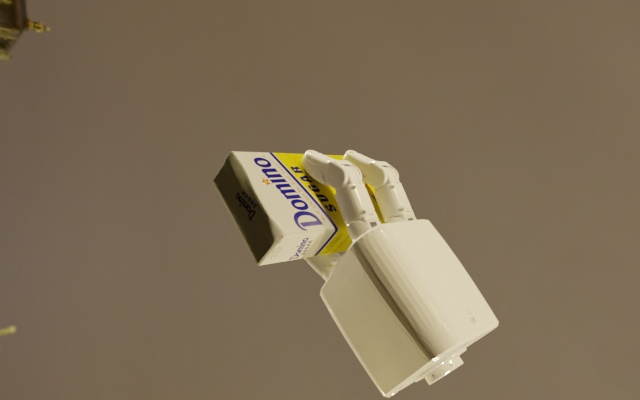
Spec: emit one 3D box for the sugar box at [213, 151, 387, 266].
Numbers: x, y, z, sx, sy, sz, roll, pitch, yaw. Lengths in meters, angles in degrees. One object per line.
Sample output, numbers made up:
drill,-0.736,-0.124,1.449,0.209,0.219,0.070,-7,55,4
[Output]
sugar box,0.001,0.001,0.441,0.176,0.093,0.048,-2,-40,-48
